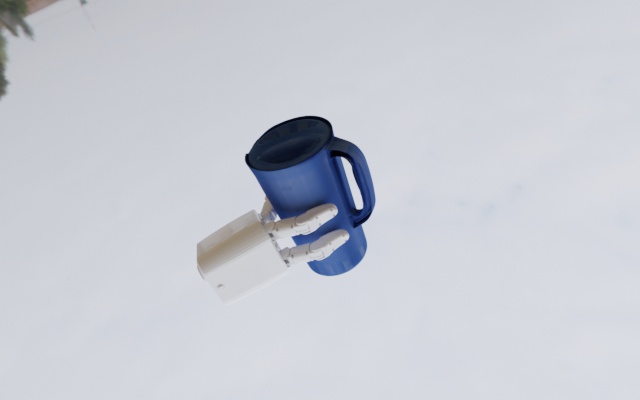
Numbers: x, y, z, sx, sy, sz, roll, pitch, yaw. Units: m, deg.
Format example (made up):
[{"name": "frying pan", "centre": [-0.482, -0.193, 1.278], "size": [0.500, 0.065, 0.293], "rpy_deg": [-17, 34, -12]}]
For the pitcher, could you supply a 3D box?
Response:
[{"name": "pitcher", "centre": [0.000, 0.002, 0.733], "size": [0.145, 0.243, 0.149], "rpy_deg": [-29, 36, -7]}]
